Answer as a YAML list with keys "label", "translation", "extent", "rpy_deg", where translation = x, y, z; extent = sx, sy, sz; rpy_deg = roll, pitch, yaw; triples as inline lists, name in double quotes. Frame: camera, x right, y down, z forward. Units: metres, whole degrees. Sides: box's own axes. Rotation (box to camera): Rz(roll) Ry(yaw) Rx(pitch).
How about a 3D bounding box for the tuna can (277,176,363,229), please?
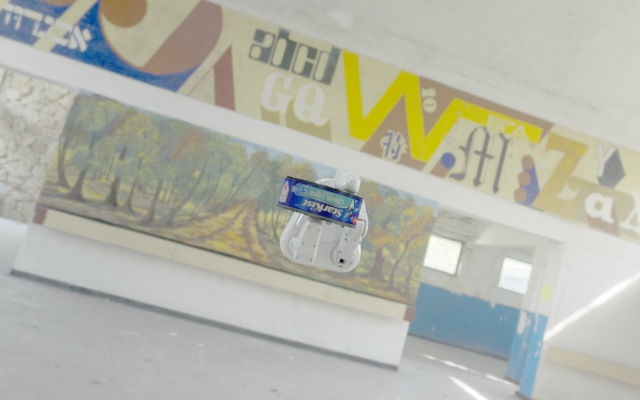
- label: "tuna can"
  translation: [0.000, 0.001, 0.498]
  extent: [0.086, 0.034, 0.086]
  rpy_deg: [16, -1, 0]
